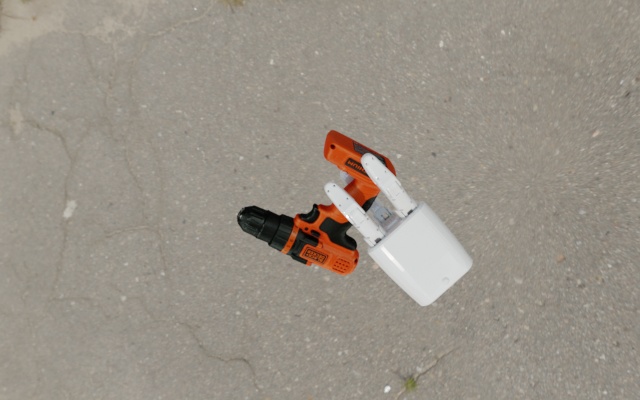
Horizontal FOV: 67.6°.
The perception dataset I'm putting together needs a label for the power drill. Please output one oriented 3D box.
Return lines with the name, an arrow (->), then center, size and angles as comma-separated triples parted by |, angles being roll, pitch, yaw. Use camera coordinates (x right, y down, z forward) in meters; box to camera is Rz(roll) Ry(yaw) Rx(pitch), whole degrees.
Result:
power drill -> 0.001, 0.002, 0.649 | 0.184, 0.188, 0.057 | 24, 26, -15
